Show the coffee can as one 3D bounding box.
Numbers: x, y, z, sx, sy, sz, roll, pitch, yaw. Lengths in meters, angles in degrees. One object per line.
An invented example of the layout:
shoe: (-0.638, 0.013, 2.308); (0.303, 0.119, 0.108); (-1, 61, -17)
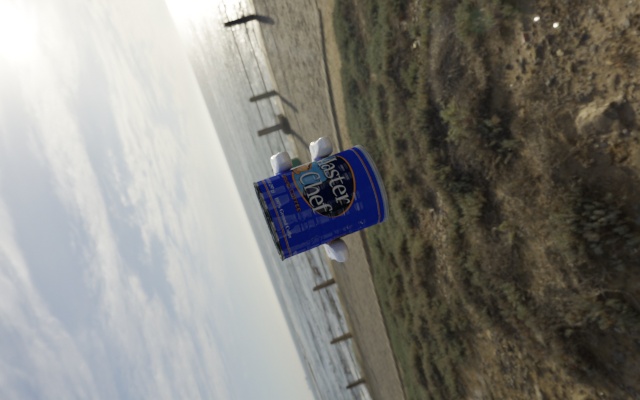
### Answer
coffee can: (0.000, 0.002, 0.591); (0.140, 0.103, 0.103); (-20, 3, -9)
